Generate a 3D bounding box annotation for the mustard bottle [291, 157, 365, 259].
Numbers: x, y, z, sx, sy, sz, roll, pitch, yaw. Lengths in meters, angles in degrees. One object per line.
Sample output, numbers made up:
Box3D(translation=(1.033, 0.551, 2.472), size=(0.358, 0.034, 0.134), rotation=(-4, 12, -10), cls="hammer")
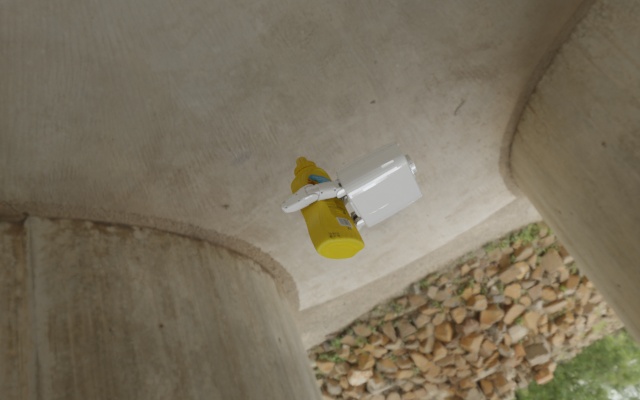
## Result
Box3D(translation=(0.000, 0.003, 0.786), size=(0.096, 0.191, 0.058), rotation=(14, -47, -46), cls="mustard bottle")
